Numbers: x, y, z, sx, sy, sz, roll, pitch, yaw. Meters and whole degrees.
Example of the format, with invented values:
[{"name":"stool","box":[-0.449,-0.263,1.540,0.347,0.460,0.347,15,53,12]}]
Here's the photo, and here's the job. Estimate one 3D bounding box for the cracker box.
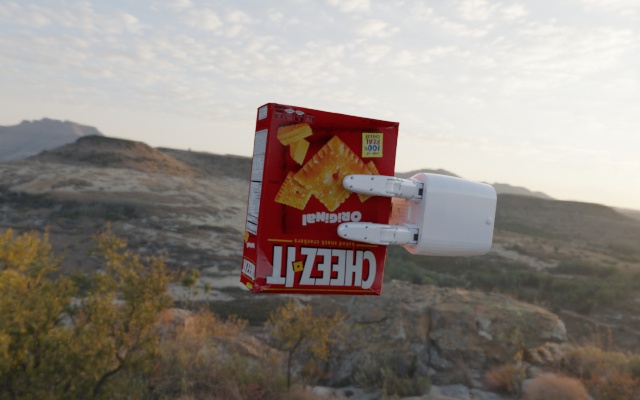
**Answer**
[{"name":"cracker box","box":[0.000,0.002,0.571,0.164,0.213,0.072,6,1,-21]}]
